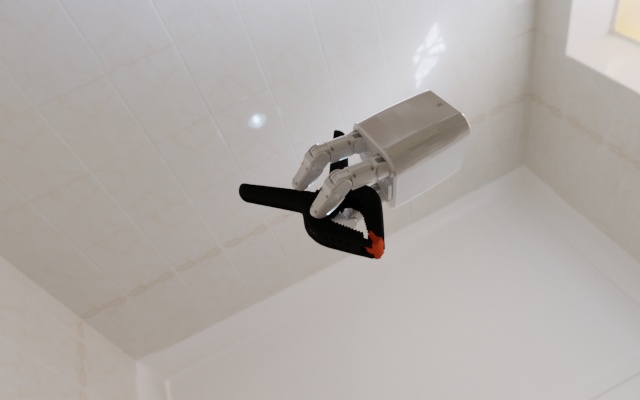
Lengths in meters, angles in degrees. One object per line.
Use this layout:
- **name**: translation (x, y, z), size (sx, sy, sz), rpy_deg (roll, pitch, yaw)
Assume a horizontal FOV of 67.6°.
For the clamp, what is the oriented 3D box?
- **clamp**: translation (0.001, 0.003, 0.577), size (0.164, 0.036, 0.210), rpy_deg (-27, 45, -8)
